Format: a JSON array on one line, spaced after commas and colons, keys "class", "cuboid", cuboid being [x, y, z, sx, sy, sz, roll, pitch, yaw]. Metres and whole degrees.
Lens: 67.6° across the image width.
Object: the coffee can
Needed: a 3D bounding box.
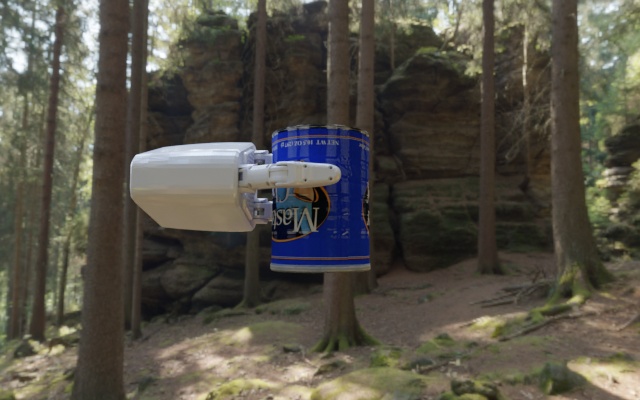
[{"class": "coffee can", "cuboid": [0.000, 0.002, 0.496, 0.103, 0.140, 0.103, 0, -5, 0]}]
